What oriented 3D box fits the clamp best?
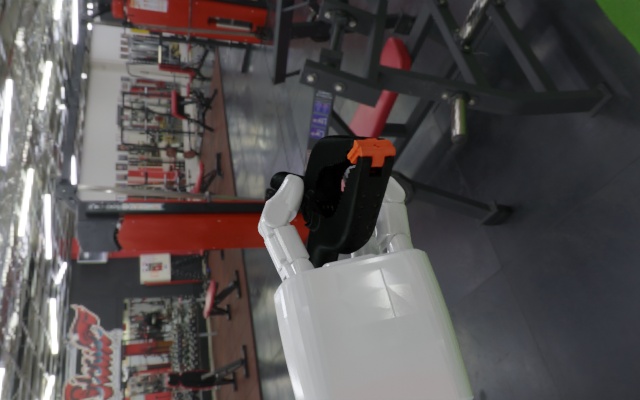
[{"bbox_3d":[0.000,0.001,0.407,0.036,0.164,0.210,-5,-31,-23],"label":"clamp"}]
